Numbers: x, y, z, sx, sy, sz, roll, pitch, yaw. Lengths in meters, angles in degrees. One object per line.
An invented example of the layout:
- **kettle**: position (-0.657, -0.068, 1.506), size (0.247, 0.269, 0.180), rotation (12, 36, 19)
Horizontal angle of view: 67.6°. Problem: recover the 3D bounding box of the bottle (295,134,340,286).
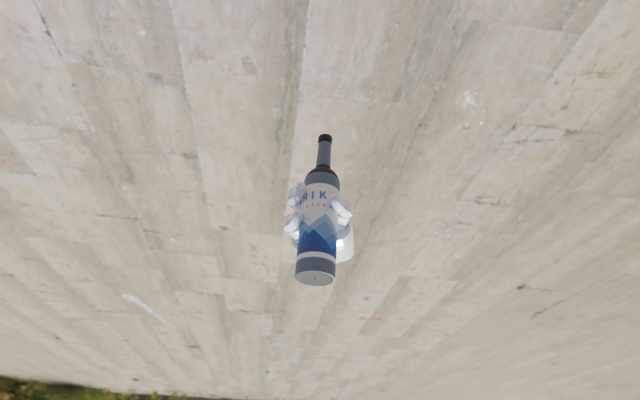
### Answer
- **bottle**: position (0.000, 0.003, 0.854), size (0.069, 0.295, 0.069), rotation (3, -32, 2)
